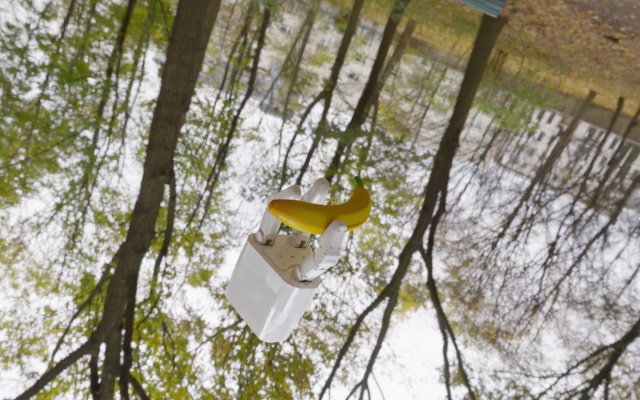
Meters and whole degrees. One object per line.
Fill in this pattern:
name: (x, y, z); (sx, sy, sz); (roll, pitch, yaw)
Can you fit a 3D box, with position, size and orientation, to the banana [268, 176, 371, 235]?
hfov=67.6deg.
banana: (0.015, 0.013, 0.608); (0.069, 0.037, 0.198); (43, 30, 20)
